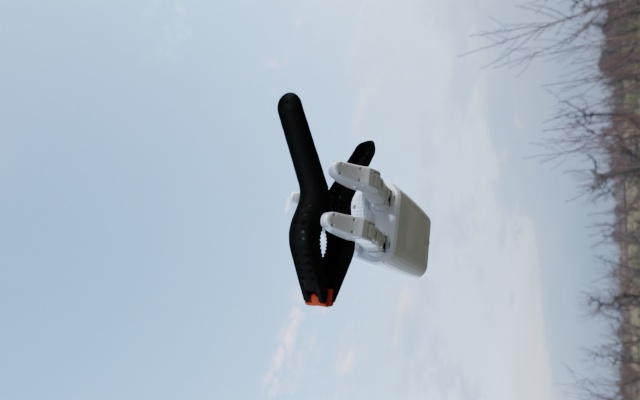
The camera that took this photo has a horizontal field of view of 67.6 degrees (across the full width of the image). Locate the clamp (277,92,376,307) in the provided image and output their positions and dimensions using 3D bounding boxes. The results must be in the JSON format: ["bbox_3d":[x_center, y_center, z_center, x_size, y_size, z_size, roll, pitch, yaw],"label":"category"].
[{"bbox_3d":[-0.001,0.002,0.500,0.036,0.210,0.165,-5,-22,37],"label":"clamp"}]
